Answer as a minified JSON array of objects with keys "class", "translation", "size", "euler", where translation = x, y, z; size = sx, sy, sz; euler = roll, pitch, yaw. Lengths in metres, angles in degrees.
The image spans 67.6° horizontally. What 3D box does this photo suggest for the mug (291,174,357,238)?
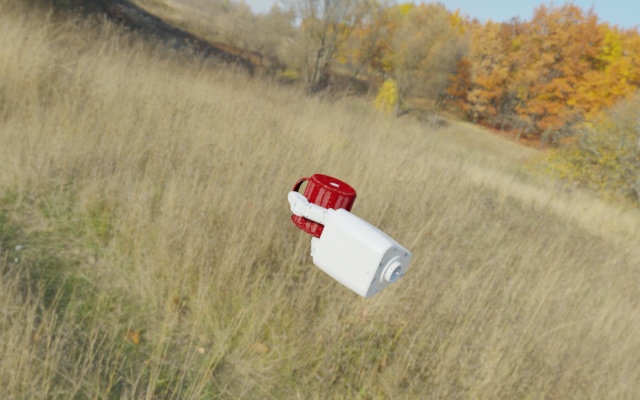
[{"class":"mug","translation":[-0.001,0.002,0.789],"size":[0.117,0.081,0.093],"euler":[33,20,32]}]
